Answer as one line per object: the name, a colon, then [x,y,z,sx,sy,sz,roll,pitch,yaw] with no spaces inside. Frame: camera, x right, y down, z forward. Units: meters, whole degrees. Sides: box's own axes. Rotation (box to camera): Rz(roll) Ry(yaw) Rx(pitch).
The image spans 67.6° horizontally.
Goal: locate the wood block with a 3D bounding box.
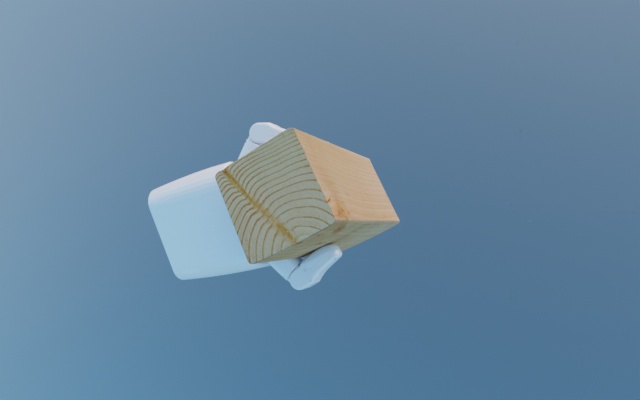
wood block: [0.000,0.002,0.492,0.090,0.091,0.206,-28,-13,20]
